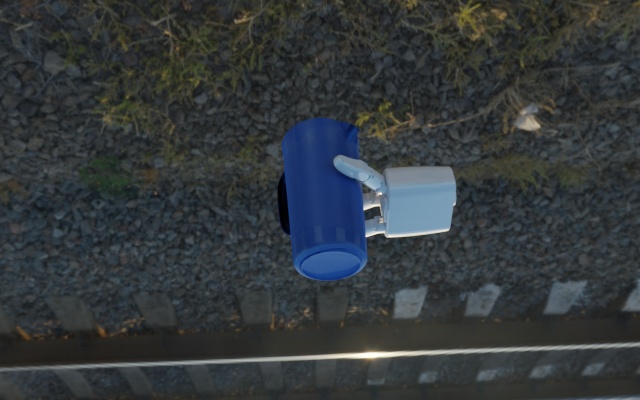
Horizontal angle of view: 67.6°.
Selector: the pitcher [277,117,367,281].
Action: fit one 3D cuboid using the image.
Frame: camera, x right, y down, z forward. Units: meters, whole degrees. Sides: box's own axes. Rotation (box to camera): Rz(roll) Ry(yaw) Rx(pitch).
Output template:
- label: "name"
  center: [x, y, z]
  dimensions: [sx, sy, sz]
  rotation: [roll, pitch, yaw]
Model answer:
- label: "pitcher"
  center: [0.000, 0.002, 0.760]
  dimensions: [0.145, 0.242, 0.149]
  rotation: [-3, -36, -2]
